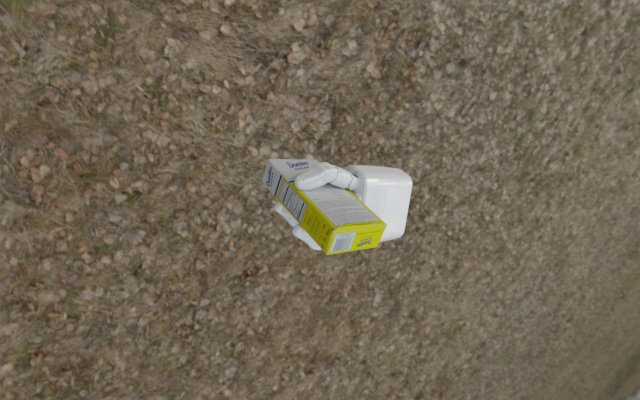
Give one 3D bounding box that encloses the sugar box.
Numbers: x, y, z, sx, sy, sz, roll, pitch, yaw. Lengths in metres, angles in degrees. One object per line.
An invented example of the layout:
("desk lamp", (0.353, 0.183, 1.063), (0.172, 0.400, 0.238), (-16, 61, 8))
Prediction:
("sugar box", (0.000, 0.003, 0.668), (0.093, 0.048, 0.176), (-3, 33, -38))
